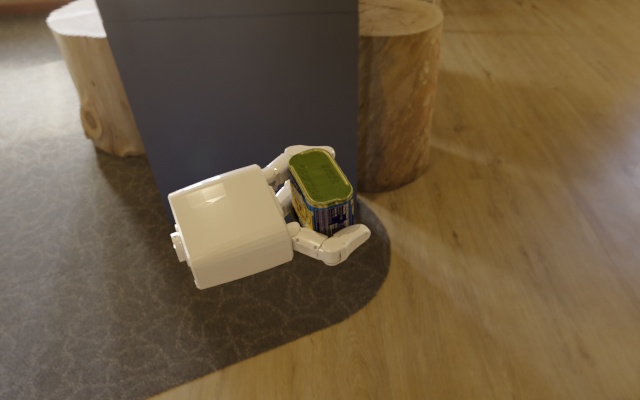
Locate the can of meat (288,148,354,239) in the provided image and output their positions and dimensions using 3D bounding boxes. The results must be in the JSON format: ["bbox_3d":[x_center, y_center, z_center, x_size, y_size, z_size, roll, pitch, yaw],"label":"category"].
[{"bbox_3d":[0.000,0.002,0.546,0.057,0.084,0.102,-17,44,-14],"label":"can of meat"}]
